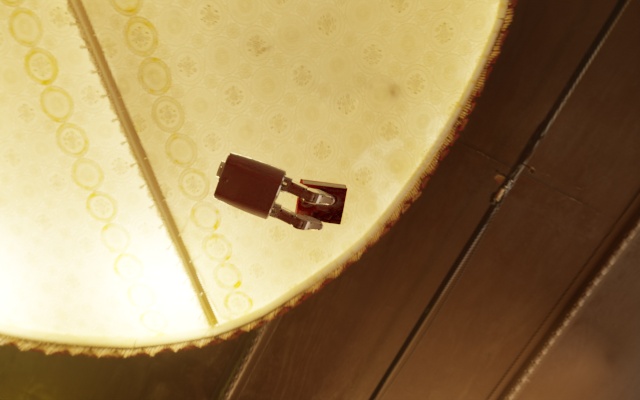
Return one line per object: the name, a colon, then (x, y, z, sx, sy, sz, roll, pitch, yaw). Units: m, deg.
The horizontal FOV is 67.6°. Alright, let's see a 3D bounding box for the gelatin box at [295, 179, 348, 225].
gelatin box: (0.000, 0.003, 0.890, 0.089, 0.073, 0.030, 7, 20, -8)
